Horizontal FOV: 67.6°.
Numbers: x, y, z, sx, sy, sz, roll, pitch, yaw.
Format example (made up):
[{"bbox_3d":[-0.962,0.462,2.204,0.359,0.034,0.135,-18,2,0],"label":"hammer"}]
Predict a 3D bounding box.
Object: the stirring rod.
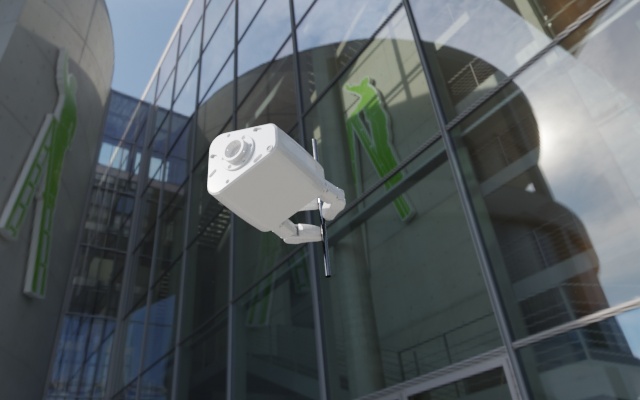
[{"bbox_3d":[0.000,0.002,0.708,0.011,0.239,0.011,-4,-33,-3],"label":"stirring rod"}]
